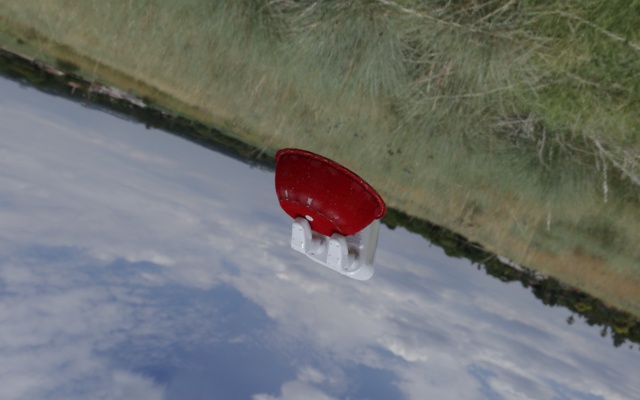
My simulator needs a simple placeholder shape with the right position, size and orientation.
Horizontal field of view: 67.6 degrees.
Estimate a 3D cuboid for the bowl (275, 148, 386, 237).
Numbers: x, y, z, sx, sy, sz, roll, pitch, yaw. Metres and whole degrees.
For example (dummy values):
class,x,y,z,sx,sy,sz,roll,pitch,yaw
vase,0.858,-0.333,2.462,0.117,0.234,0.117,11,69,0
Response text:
class,x,y,z,sx,sy,sz,roll,pitch,yaw
bowl,-0.001,0.002,0.611,0.162,0.055,0.162,26,-18,9
